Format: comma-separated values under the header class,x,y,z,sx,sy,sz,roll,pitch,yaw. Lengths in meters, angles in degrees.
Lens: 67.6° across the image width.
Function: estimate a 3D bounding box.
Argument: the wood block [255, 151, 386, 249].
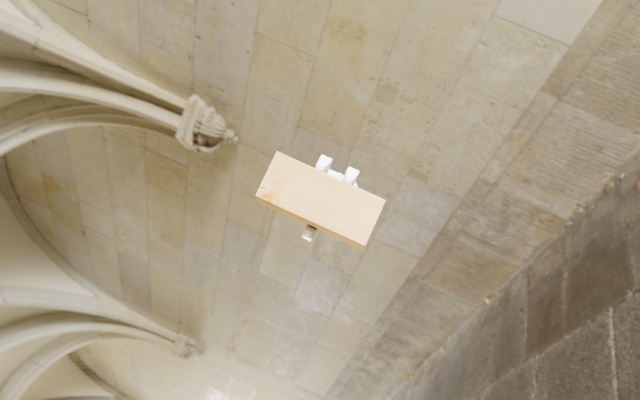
class,x,y,z,sx,sy,sz,roll,pitch,yaw
wood block,0.000,0.003,0.853,0.206,0.091,0.090,24,-8,4
